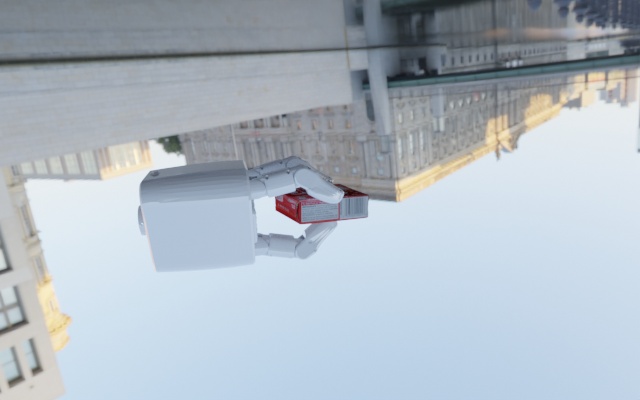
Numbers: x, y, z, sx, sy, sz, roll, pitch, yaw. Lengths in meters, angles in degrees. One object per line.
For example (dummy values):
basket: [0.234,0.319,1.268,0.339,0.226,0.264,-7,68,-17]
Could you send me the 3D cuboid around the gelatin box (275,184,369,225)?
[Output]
gelatin box: [0.000,0.002,0.550,0.089,0.030,0.073,-4,13,-24]
